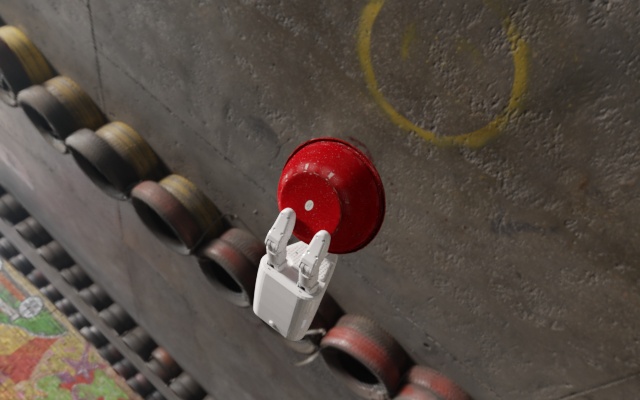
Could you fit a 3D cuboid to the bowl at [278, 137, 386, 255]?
[{"bbox_3d":[0.000,0.001,0.617,0.162,0.162,0.055,0,14,31],"label":"bowl"}]
